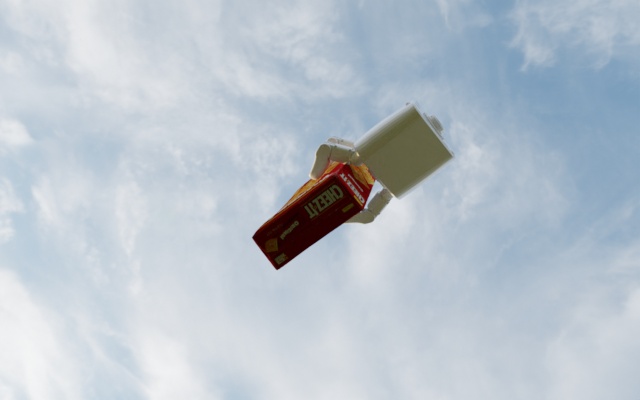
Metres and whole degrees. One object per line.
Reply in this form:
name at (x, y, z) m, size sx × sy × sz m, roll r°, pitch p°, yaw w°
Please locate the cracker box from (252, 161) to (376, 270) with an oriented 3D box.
cracker box at (0.000, 0.003, 0.760) m, size 0.164 × 0.072 × 0.213 m, roll -37°, pitch 5°, yaw 20°
